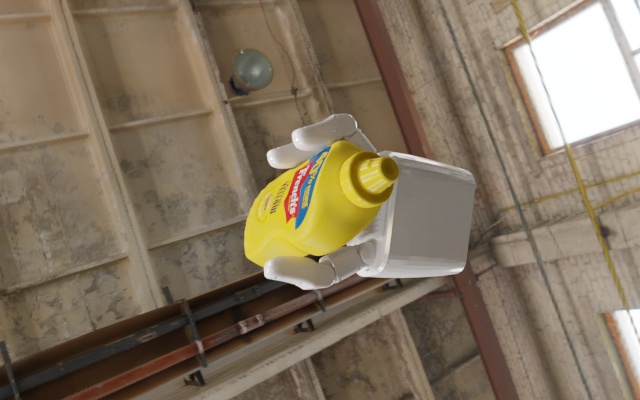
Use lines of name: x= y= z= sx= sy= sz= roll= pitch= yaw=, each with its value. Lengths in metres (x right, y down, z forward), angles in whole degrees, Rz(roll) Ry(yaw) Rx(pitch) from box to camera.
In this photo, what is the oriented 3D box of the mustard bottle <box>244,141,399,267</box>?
mustard bottle: x=0.000 y=0.001 z=0.405 sx=0.058 sy=0.096 sz=0.192 roll=32 pitch=-27 yaw=-20
